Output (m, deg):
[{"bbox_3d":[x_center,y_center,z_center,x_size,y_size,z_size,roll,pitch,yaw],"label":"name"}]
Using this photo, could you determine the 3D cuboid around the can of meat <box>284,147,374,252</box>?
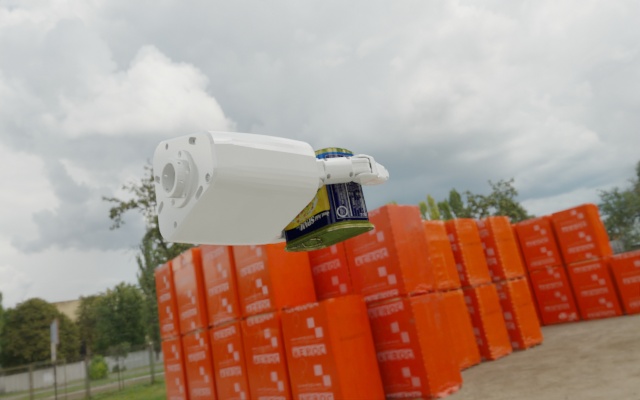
[{"bbox_3d":[0.000,0.001,0.501,0.057,0.084,0.102,2,-19,-40],"label":"can of meat"}]
